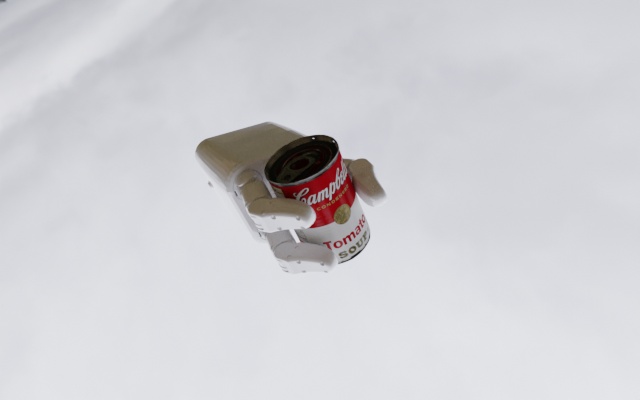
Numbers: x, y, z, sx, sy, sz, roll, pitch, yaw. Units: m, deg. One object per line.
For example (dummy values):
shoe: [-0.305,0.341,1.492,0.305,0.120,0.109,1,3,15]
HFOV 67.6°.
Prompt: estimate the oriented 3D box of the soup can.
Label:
soup can: [0.001,0.002,0.433,0.068,0.102,0.068,-16,36,12]
